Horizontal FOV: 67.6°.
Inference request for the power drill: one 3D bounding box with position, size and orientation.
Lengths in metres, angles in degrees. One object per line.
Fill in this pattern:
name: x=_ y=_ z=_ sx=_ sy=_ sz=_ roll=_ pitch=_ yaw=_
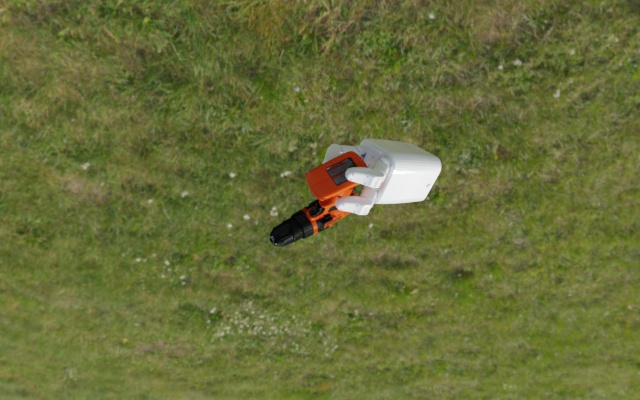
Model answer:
power drill: x=0.000 y=0.002 z=0.816 sx=0.184 sy=0.057 sz=0.188 roll=-29 pitch=-16 yaw=-22
